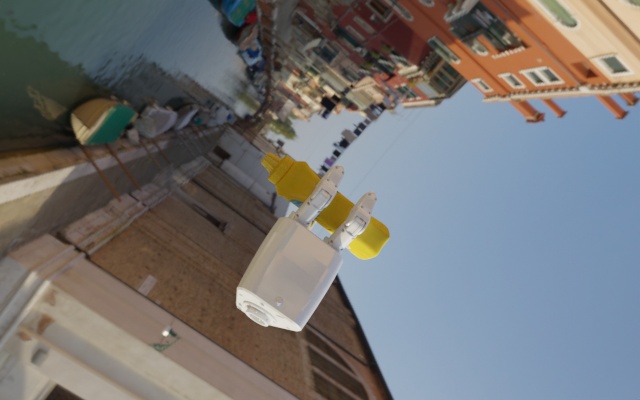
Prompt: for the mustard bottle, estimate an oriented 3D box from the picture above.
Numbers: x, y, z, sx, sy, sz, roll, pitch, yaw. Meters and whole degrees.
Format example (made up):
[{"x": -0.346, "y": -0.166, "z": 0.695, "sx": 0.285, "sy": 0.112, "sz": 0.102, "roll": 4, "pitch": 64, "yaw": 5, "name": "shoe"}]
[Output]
[{"x": 0.000, "y": 0.002, "z": 0.644, "sx": 0.191, "sy": 0.058, "sz": 0.096, "roll": 38, "pitch": -5, "yaw": -11, "name": "mustard bottle"}]
